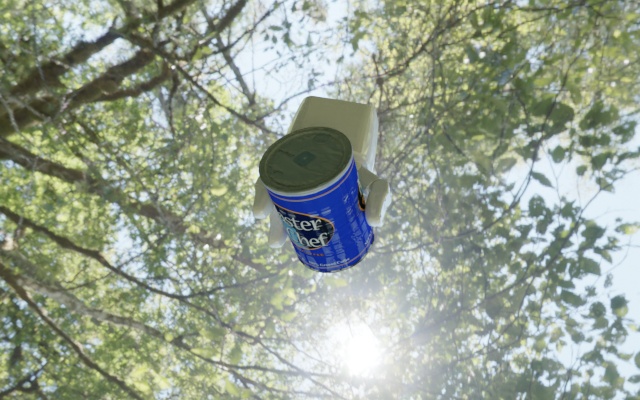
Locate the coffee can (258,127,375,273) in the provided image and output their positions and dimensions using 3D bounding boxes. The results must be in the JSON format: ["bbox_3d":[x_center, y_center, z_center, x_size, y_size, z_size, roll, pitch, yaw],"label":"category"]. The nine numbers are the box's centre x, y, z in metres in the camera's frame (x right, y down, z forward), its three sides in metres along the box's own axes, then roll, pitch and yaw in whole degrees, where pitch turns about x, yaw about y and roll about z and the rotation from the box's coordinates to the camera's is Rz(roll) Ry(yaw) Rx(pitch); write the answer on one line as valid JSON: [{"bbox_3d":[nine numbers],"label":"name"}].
[{"bbox_3d":[0.000,0.002,0.549,0.103,0.102,0.140,0,-43,19],"label":"coffee can"}]
